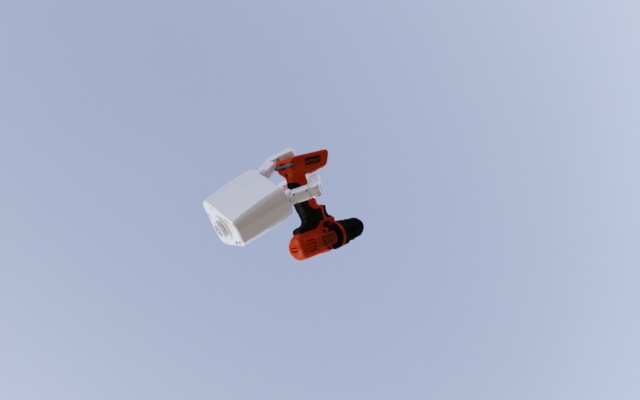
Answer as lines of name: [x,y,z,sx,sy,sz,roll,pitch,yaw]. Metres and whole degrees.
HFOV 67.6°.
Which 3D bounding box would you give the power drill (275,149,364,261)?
power drill: [0.000,0.003,0.890,0.057,0.187,0.184,-15,1,44]
